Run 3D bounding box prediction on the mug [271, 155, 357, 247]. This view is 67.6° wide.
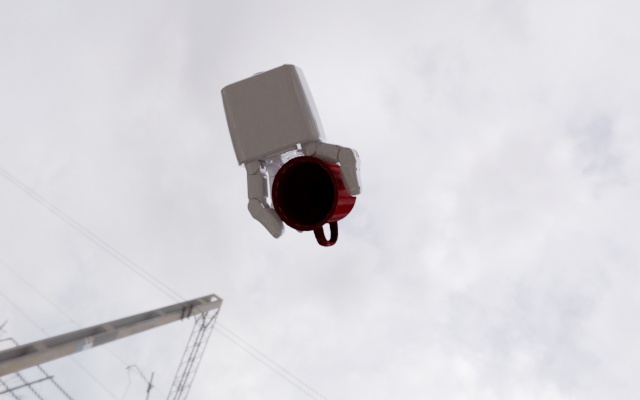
[{"bbox_3d":[0.001,0.003,0.617,0.093,0.117,0.081,-19,-7,25],"label":"mug"}]
